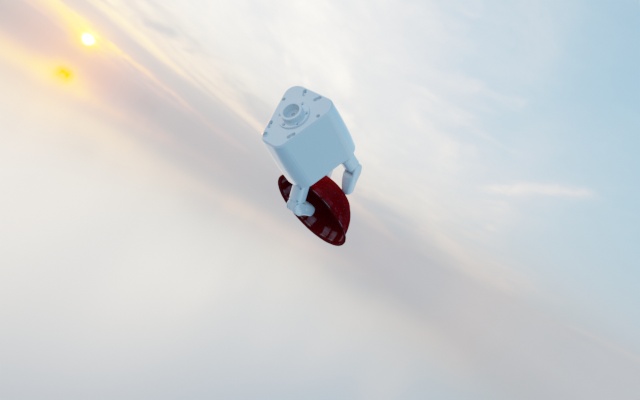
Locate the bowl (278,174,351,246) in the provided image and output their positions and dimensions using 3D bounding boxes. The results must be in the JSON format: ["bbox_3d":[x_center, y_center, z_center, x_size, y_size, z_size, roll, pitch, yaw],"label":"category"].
[{"bbox_3d":[0.000,0.003,0.837,0.055,0.162,0.162,-43,19,-21],"label":"bowl"}]
